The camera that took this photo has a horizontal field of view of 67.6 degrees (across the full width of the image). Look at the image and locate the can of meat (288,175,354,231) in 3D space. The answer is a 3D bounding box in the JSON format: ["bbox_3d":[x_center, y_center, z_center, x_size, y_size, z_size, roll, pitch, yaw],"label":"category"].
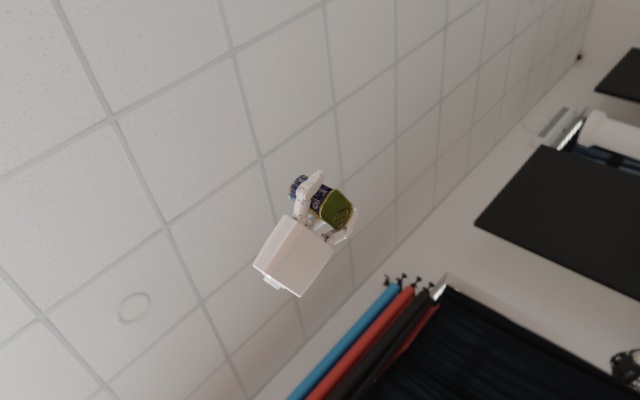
[{"bbox_3d":[0.000,0.003,0.867,0.084,0.057,0.102,27,-8,33],"label":"can of meat"}]
